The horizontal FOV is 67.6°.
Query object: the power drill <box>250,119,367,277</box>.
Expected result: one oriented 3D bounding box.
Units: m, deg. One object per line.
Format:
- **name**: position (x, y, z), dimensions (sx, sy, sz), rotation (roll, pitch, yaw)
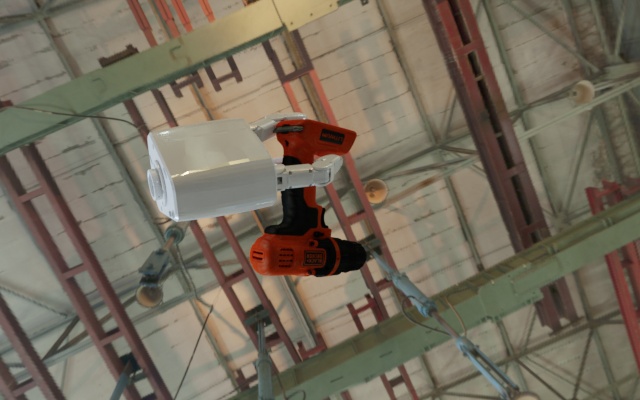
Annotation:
- **power drill**: position (0.000, 0.001, 0.593), dimensions (0.057, 0.187, 0.184), rotation (2, -3, 42)
